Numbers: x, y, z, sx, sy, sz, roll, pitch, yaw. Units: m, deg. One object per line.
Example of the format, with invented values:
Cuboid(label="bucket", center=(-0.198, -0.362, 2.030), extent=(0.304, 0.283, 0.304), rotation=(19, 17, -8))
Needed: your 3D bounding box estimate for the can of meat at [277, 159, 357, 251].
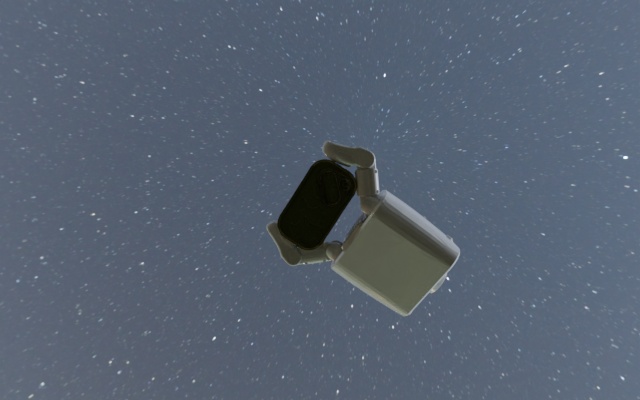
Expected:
Cuboid(label="can of meat", center=(0.000, 0.002, 0.567), extent=(0.057, 0.102, 0.084), rotation=(33, 8, 3))
